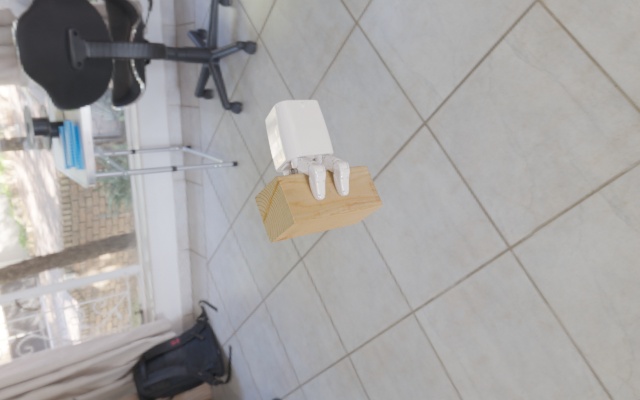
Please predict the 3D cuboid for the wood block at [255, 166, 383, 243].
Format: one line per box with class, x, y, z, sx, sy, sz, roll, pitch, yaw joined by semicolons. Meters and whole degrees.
wood block;0.000;0.003;0.870;0.206;0.090;0.091;-10;-19;-38
